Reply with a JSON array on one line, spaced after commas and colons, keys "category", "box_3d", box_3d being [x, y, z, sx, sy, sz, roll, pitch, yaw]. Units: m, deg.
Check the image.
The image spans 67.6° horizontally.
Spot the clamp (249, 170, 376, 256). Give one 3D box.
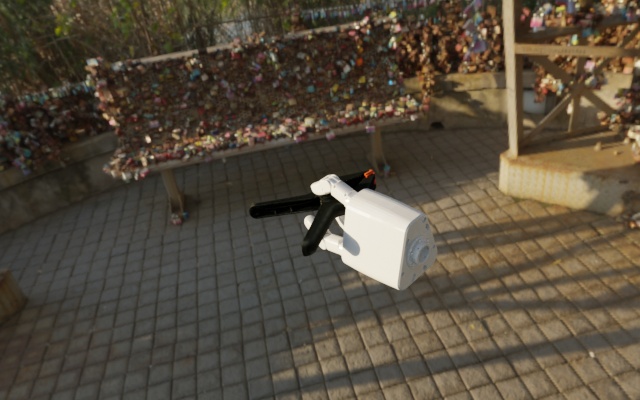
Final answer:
[{"category": "clamp", "box_3d": [0.001, 0.002, 0.761, 0.210, 0.036, 0.164, -33, 38, -32]}]
